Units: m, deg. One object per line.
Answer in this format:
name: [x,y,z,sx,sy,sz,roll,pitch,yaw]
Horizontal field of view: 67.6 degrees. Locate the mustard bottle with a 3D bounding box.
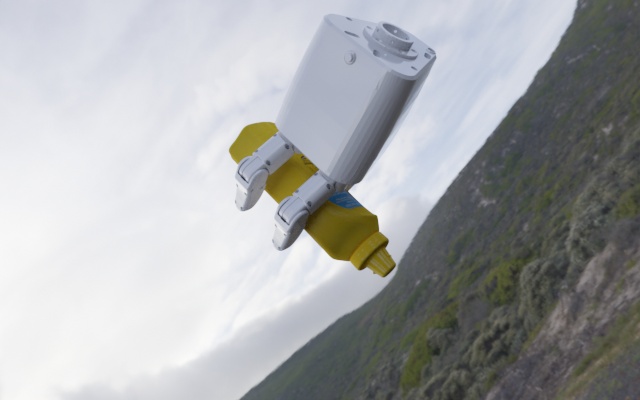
mustard bottle: [0.000,0.002,0.470,0.191,0.058,0.096,44,14,20]
